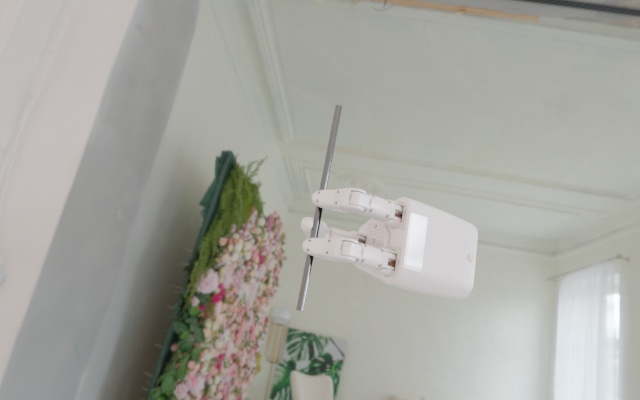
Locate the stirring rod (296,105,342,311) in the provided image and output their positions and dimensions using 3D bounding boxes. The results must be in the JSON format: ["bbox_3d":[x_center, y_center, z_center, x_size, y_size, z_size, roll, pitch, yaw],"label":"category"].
[{"bbox_3d":[0.000,0.002,0.533,0.011,0.239,0.011,10,-16,3],"label":"stirring rod"}]
